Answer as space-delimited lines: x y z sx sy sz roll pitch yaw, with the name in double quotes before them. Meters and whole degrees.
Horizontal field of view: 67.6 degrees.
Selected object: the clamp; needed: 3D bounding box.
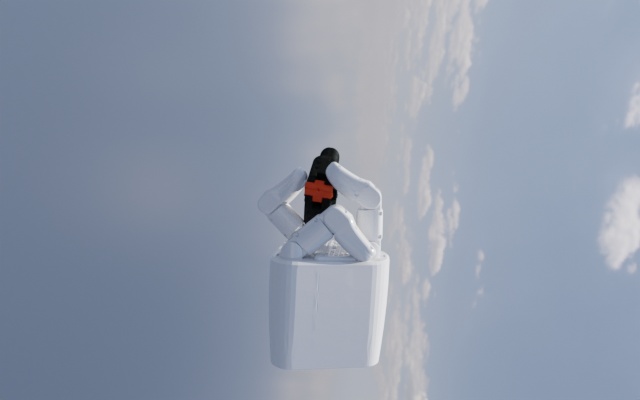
"clamp" 0.001 0.002 0.536 0.039 0.120 0.171 3 8 6
